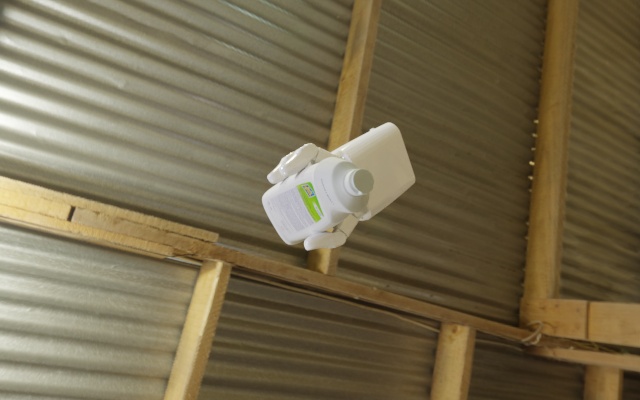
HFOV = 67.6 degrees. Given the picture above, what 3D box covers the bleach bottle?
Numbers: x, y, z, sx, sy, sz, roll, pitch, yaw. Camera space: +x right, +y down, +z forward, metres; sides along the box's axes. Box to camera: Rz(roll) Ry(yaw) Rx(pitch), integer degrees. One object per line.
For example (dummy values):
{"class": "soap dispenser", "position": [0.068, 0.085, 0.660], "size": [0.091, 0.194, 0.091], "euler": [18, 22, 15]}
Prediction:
{"class": "bleach bottle", "position": [0.000, 0.002, 0.656], "size": [0.068, 0.102, 0.251], "euler": [-34, 7, -26]}
